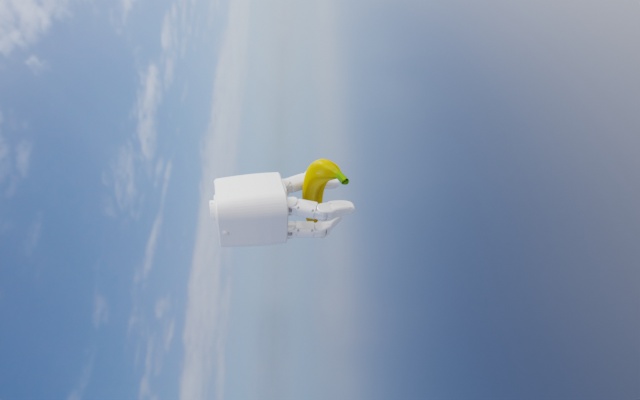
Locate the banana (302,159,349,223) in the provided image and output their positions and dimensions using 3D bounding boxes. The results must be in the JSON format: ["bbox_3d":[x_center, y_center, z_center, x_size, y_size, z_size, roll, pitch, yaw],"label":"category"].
[{"bbox_3d":[-0.004,-0.016,0.763,0.037,0.069,0.198,-11,-20,-17],"label":"banana"}]
